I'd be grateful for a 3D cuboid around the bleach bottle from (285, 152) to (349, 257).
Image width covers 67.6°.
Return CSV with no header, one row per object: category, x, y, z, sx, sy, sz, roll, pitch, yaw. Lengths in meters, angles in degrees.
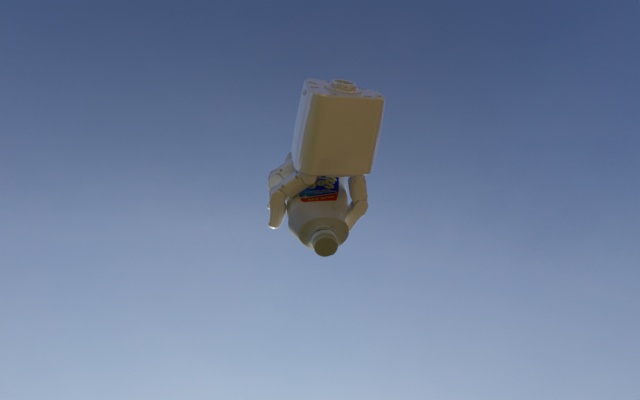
bleach bottle,0.000,0.002,0.680,0.102,0.068,0.250,6,25,-10
